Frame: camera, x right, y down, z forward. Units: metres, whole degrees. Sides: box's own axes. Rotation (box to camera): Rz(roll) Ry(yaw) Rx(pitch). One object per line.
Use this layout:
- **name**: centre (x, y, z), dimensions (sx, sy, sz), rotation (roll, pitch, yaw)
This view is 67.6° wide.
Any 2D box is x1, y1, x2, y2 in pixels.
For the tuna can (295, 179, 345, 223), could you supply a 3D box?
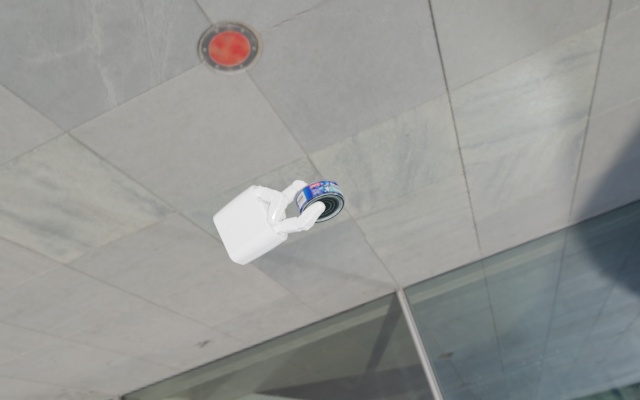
- **tuna can**: centre (0.000, 0.003, 0.866), dimensions (0.086, 0.033, 0.086), rotation (-15, -36, -11)
